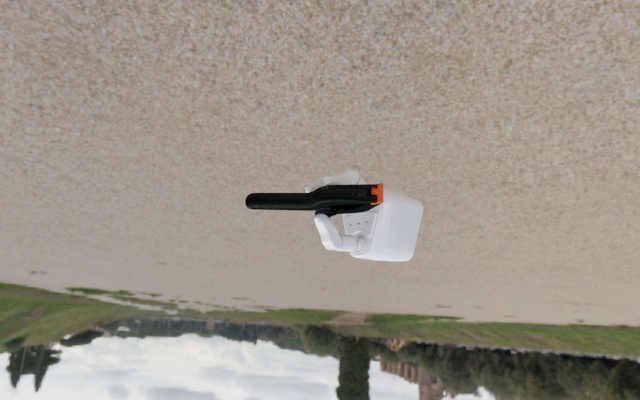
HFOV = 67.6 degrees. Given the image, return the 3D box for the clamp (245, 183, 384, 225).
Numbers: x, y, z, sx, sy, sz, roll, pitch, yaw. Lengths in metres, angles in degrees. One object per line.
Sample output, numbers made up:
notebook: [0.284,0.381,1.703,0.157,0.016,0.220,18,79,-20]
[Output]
clamp: [0.001,0.003,0.714,0.164,0.036,0.210,12,-16,-38]
